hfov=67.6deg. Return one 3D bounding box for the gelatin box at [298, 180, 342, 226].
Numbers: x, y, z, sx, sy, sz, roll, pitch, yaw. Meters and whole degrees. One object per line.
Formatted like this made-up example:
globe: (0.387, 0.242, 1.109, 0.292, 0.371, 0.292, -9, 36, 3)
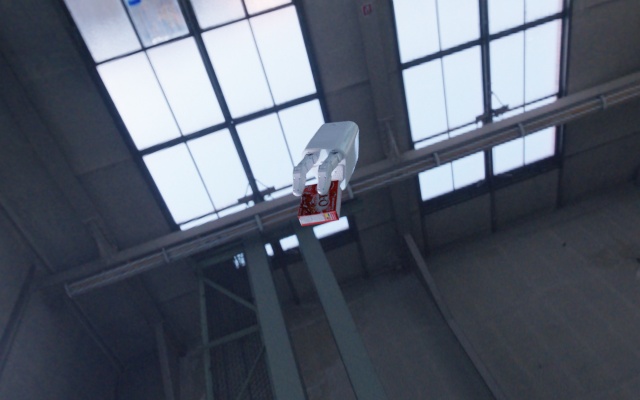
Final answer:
gelatin box: (0.000, 0.004, 0.900, 0.073, 0.030, 0.089, -8, 42, 15)
